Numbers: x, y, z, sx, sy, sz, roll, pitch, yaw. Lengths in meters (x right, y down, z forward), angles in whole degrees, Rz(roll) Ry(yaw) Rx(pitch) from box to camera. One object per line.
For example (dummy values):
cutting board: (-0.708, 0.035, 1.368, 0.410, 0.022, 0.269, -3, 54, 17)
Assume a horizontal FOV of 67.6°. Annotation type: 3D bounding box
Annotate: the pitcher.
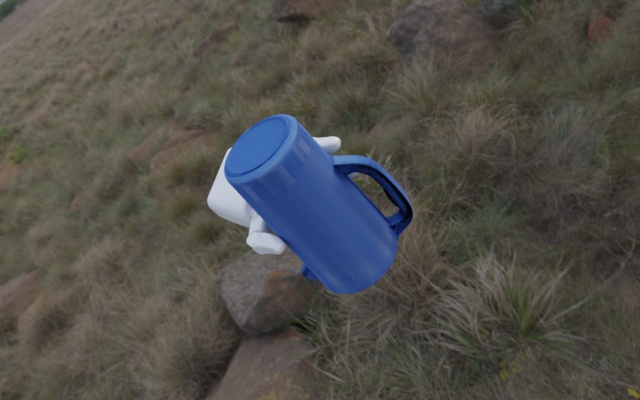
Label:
pitcher: (0.000, 0.002, 0.617, 0.145, 0.149, 0.243, 11, -29, 47)
